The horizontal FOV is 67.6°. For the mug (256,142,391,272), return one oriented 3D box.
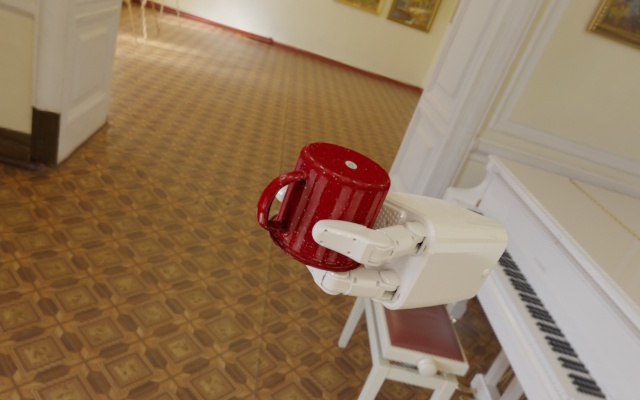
[{"bbox_3d":[-0.001,0.001,0.408,0.117,0.081,0.093,3,30,-35],"label":"mug"}]
